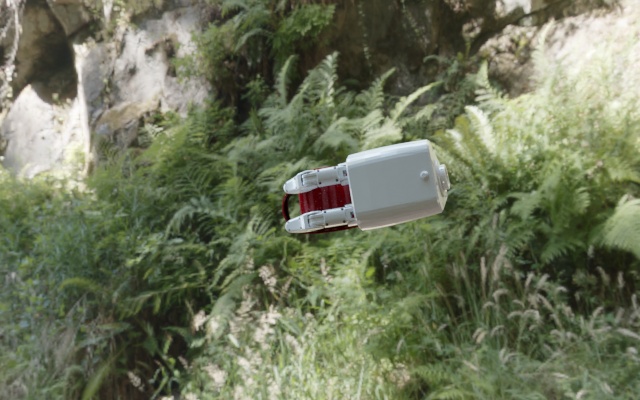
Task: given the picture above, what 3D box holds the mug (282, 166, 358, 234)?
[{"bbox_3d":[-0.001,0.002,0.681,0.117,0.081,0.093,-11,-10,19],"label":"mug"}]
